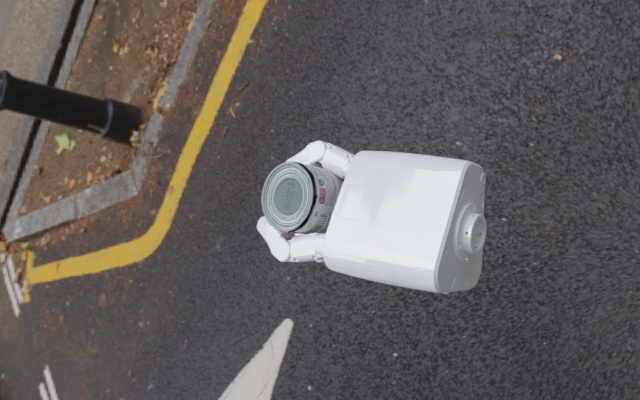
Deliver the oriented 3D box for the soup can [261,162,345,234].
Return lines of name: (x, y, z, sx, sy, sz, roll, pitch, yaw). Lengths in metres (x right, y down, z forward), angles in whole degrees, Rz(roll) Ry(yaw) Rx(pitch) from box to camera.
soup can: (0.000, 0.001, 0.477, 0.068, 0.068, 0.102, 0, -6, 39)
